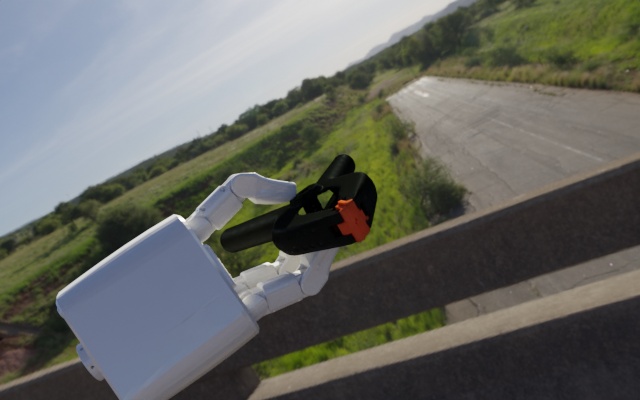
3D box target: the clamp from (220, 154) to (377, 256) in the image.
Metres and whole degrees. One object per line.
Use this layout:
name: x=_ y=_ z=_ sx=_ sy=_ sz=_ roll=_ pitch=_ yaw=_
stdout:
clamp: x=0.000 y=0.001 z=0.423 sx=0.164 sy=0.036 sz=0.210 roll=-37 pitch=14 yaw=-19
